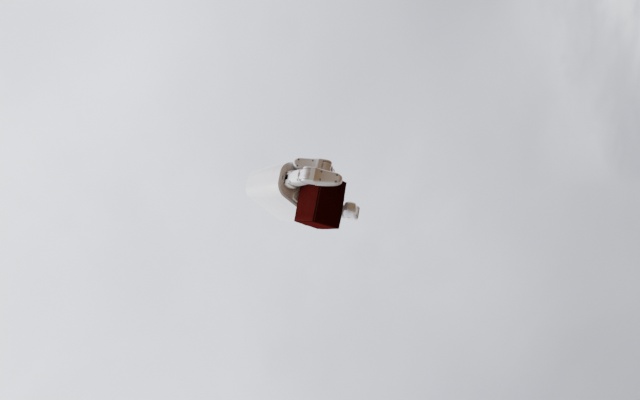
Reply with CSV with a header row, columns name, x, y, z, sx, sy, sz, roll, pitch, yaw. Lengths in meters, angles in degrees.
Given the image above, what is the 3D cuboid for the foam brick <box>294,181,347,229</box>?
name,x,y,z,sx,sy,sz,roll,pitch,yaw
foam brick,0.000,0.003,0.738,0.053,0.078,0.051,20,-16,-37
